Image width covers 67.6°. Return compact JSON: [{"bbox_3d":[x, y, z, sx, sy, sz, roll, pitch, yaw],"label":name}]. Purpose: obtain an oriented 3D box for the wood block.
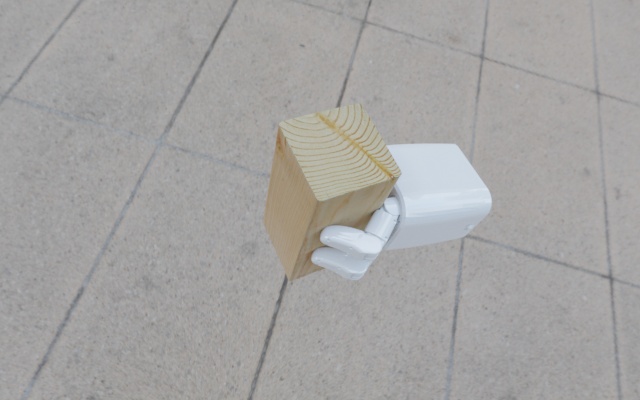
[{"bbox_3d":[0.000,0.001,0.523,0.090,0.090,0.206,-18,-24,-20],"label":"wood block"}]
